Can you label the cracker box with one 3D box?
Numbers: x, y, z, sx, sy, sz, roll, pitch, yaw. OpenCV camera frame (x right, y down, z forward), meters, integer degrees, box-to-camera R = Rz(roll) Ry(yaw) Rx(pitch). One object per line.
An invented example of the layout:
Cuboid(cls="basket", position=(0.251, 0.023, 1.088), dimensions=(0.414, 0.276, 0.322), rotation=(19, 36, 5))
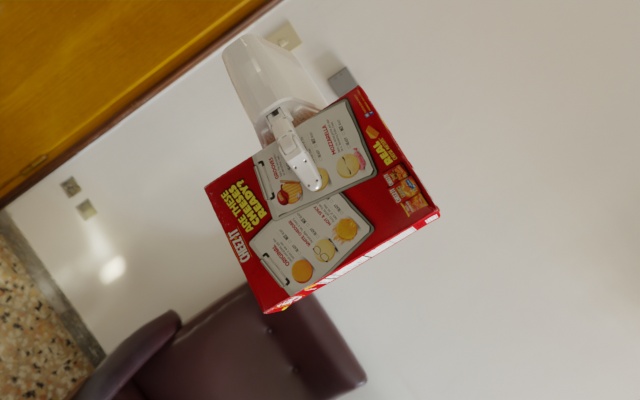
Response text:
Cuboid(cls="cracker box", position=(0.000, 0.002, 0.537), dimensions=(0.214, 0.164, 0.072), rotation=(-32, -17, 11))
